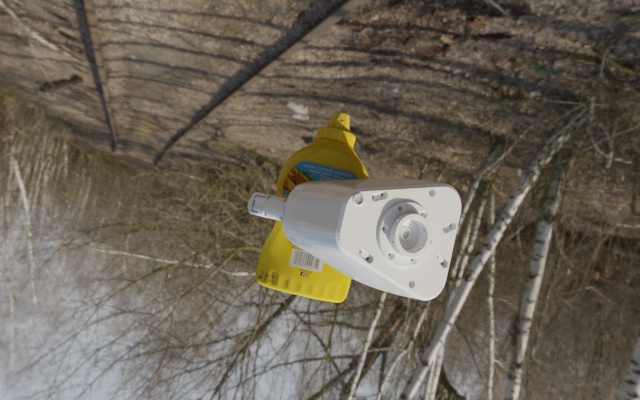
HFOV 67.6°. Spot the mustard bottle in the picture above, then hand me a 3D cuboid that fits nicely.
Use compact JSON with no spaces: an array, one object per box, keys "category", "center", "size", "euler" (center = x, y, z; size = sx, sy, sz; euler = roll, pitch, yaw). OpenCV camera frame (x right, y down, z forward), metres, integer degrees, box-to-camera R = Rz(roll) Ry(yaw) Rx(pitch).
[{"category":"mustard bottle","center":[0.000,0.002,0.496],"size":[0.096,0.191,0.058],"euler":[13,-4,0]}]
